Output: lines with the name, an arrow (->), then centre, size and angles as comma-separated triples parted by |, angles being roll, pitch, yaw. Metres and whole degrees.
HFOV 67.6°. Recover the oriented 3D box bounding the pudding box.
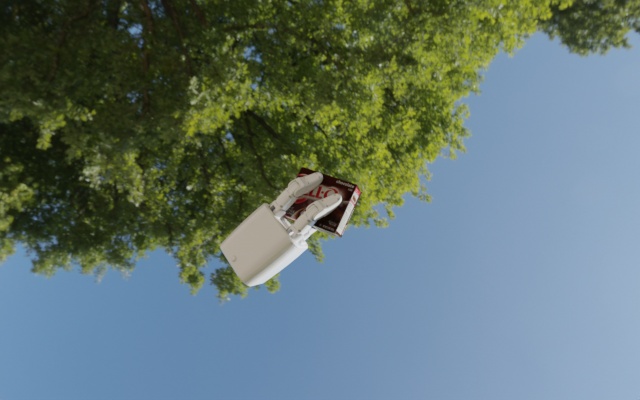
pudding box -> 0.000, 0.003, 0.798 | 0.113, 0.090, 0.039 | 20, -12, 24
